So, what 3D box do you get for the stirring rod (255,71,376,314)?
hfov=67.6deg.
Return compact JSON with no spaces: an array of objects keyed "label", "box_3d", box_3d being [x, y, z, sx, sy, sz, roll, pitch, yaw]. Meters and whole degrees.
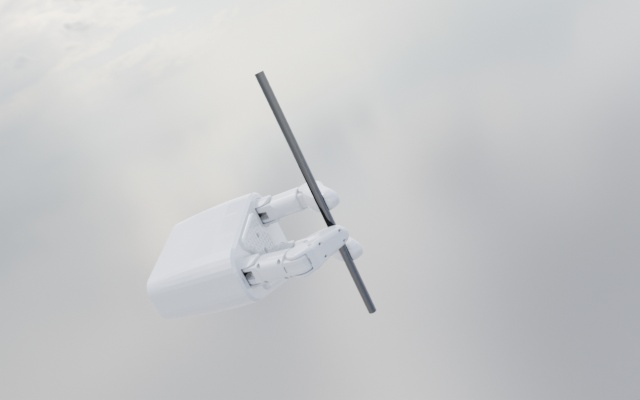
[{"label":"stirring rod","box_3d":[0.000,0.001,0.418,0.011,0.239,0.011,-23,18,8]}]
